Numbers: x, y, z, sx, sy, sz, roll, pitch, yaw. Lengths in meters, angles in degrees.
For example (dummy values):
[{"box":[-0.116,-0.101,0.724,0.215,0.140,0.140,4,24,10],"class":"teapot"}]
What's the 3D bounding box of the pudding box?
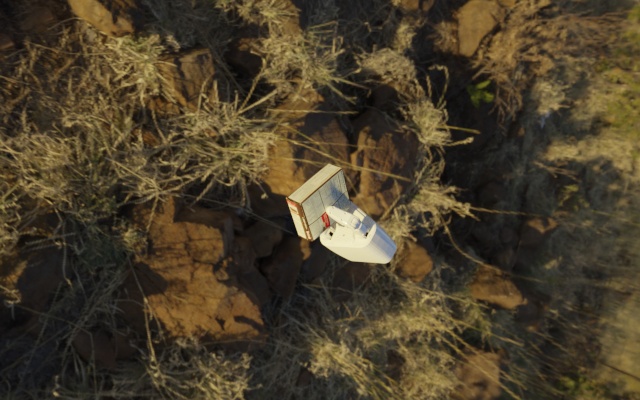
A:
[{"box":[0.000,0.003,0.833,0.039,0.090,0.113,19,49,39],"class":"pudding box"}]
